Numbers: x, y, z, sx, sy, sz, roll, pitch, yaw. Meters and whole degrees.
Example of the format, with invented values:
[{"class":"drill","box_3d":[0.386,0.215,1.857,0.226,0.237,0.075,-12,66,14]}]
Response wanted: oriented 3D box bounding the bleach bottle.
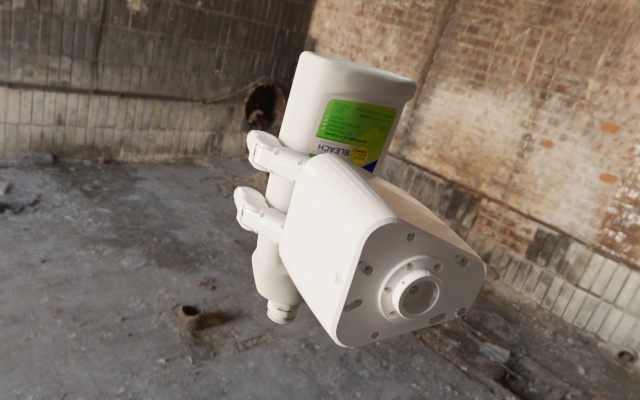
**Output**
[{"class":"bleach bottle","box_3d":[0.000,0.001,0.439,0.102,0.251,0.068,6,21,-25]}]
